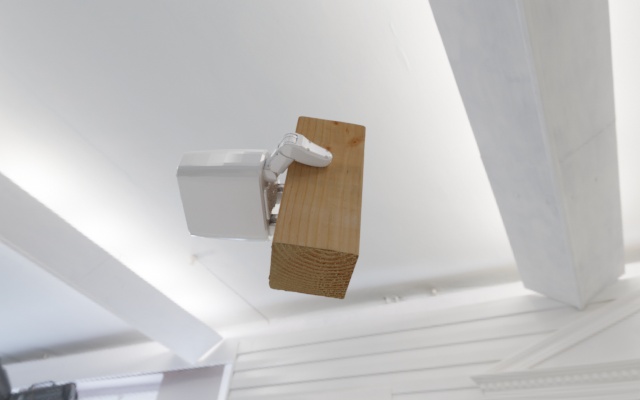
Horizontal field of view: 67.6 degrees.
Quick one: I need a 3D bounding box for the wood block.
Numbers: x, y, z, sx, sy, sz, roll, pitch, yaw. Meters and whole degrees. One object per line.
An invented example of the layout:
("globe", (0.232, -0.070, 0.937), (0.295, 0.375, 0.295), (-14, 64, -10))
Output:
("wood block", (0.000, 0.002, 0.575), (0.090, 0.206, 0.091), (9, -42, -2))
